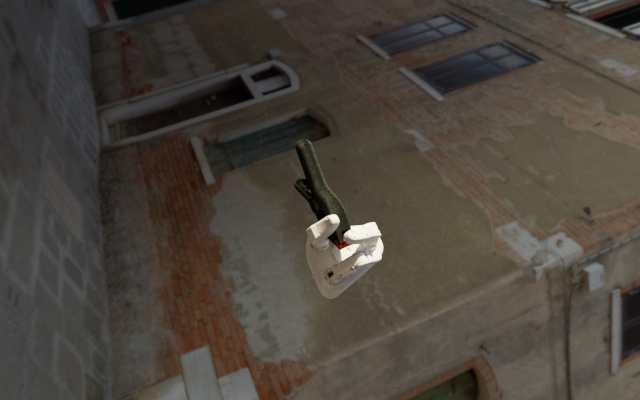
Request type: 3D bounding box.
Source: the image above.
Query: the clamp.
[{"bbox_3d":[0.001,0.002,0.729,0.039,0.171,0.120,-21,-18,-10],"label":"clamp"}]
